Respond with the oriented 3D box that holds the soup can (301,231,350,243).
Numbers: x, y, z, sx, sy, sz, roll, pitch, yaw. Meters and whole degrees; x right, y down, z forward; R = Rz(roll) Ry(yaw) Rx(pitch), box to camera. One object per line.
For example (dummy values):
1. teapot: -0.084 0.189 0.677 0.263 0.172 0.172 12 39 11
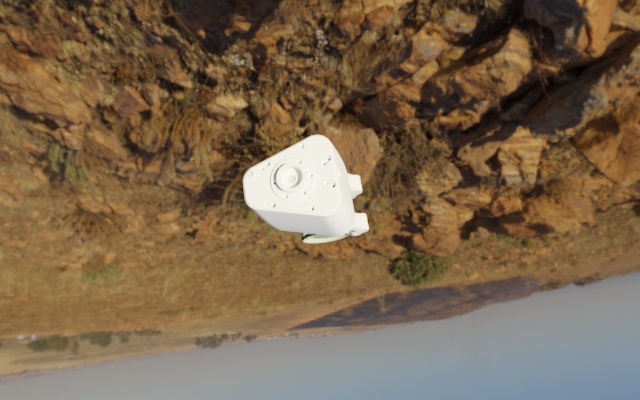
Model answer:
1. soup can: 0.000 0.003 0.661 0.068 0.102 0.068 -9 -15 -2
